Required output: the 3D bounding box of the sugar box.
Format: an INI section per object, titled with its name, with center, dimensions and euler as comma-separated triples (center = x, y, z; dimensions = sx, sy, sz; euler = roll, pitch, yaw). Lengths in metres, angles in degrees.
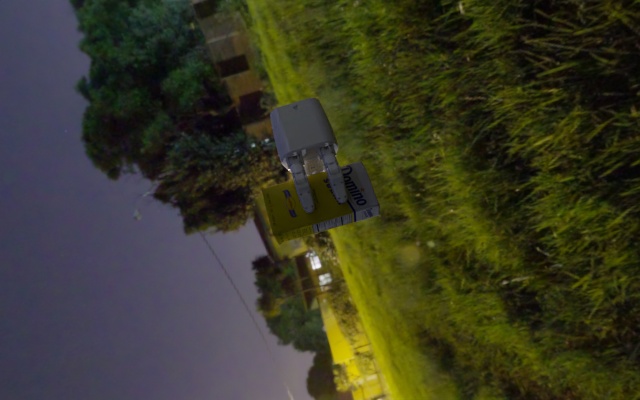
[sugar box]
center = 0.000, 0.002, 0.786
dimensions = 0.176, 0.093, 0.048
euler = -18, -30, -1
